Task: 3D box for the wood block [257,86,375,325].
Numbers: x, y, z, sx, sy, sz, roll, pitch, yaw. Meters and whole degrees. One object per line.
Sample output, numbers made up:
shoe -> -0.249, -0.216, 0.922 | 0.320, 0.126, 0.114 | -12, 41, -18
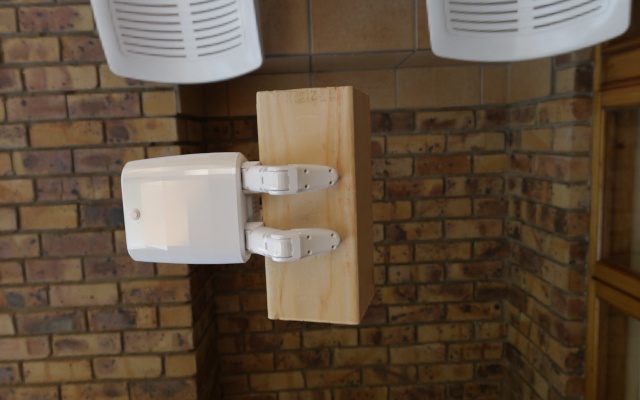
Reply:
wood block -> 0.000, 0.002, 0.460 | 0.090, 0.206, 0.091 | 0, 7, 15
